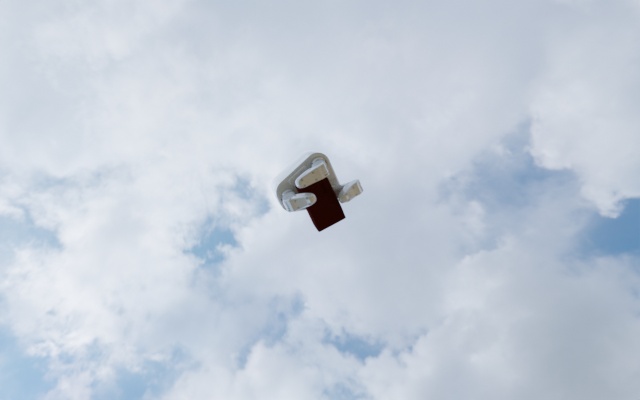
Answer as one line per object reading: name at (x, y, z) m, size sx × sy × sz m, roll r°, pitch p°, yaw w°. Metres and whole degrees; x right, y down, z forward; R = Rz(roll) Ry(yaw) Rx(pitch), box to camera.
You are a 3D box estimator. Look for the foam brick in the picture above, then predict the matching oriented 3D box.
foam brick at (0.000, 0.003, 0.799) m, size 0.053 × 0.078 × 0.051 m, roll -26°, pitch 14°, yaw -6°
